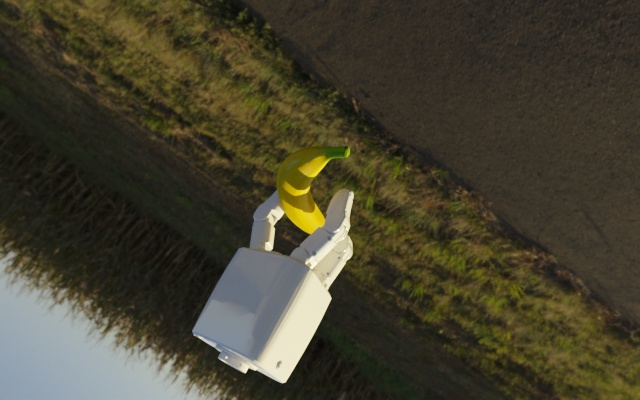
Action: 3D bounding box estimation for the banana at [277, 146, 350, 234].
[{"bbox_3d":[-0.017,-0.007,0.543,0.069,0.037,0.198,22,-27,5],"label":"banana"}]
